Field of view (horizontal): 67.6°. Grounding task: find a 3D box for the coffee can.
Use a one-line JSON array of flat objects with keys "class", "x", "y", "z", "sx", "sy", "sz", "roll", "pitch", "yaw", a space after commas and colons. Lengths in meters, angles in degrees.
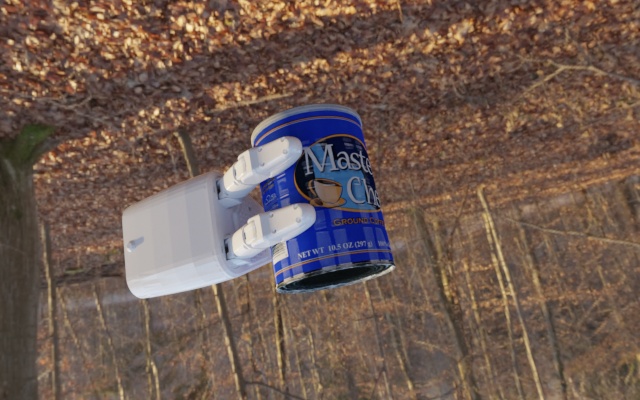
[{"class": "coffee can", "x": 0.000, "y": 0.001, "z": 0.421, "sx": 0.103, "sy": 0.140, "sz": 0.103, "roll": -10, "pitch": -17, "yaw": -3}]
